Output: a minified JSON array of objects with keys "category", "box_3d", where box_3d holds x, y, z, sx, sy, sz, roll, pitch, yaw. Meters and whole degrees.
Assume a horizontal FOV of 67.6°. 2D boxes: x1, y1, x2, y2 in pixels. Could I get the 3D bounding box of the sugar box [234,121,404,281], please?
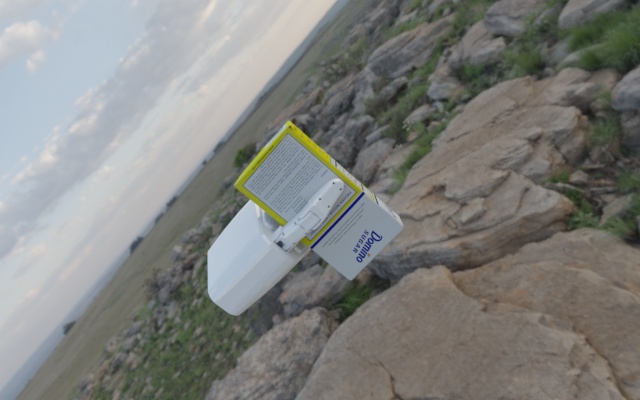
[{"category":"sugar box","box_3d":[0.000,0.002,0.549,0.176,0.093,0.048,40,14,-14]}]
